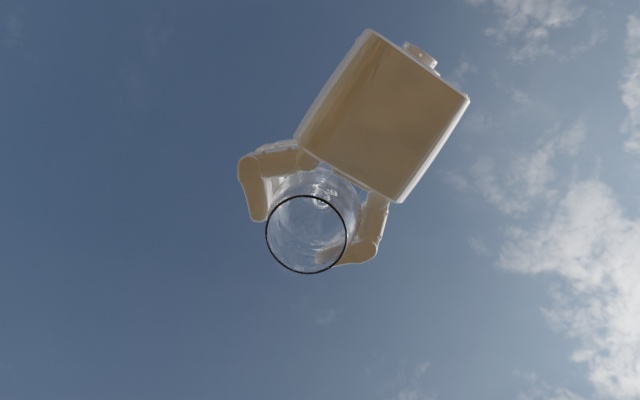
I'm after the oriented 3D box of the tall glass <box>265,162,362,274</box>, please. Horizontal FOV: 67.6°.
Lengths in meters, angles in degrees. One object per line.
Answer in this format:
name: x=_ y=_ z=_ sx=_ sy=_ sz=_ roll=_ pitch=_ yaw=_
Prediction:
tall glass: x=0.000 y=0.001 z=0.445 sx=0.079 sy=0.079 sz=0.201 roll=0 pitch=15 yaw=7
